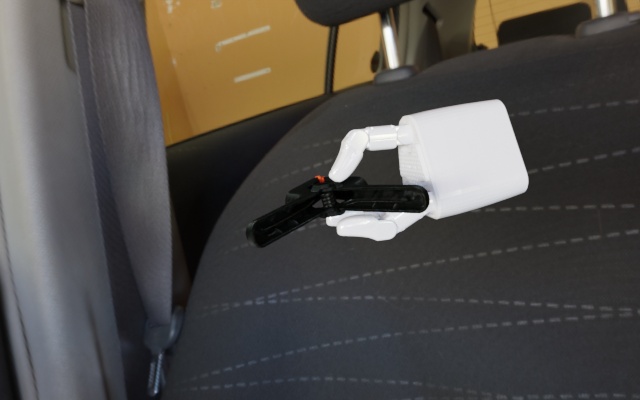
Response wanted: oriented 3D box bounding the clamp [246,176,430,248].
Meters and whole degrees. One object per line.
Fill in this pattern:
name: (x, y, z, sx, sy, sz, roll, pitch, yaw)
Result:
clamp: (0.000, 0.001, 0.503, 0.164, 0.036, 0.210, -13, 11, -9)
